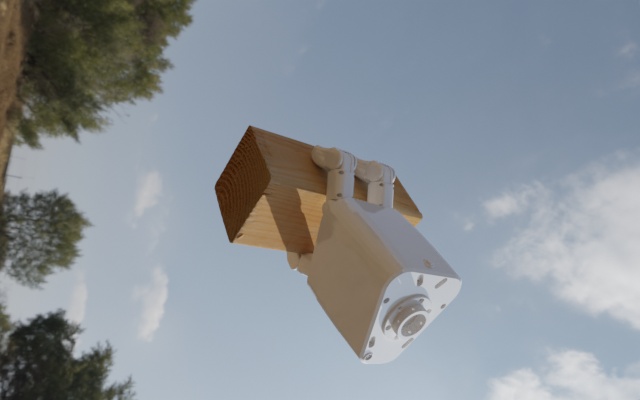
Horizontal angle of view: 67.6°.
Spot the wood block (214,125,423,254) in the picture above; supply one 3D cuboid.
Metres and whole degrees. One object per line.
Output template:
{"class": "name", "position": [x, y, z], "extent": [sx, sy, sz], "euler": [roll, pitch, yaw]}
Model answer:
{"class": "wood block", "position": [0.000, 0.002, 0.535], "extent": [0.206, 0.091, 0.090], "euler": [14, 35, -36]}
